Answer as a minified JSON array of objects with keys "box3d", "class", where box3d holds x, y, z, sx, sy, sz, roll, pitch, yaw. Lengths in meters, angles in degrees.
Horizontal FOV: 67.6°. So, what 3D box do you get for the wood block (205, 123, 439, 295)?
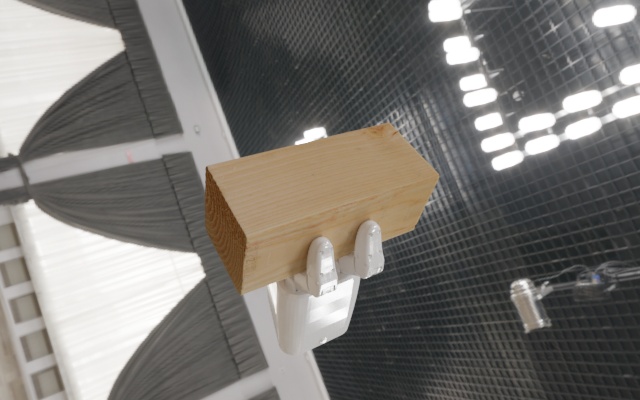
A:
[{"box3d":[0.000,0.002,0.473,0.206,0.090,0.090,-17,53,-28],"class":"wood block"}]
